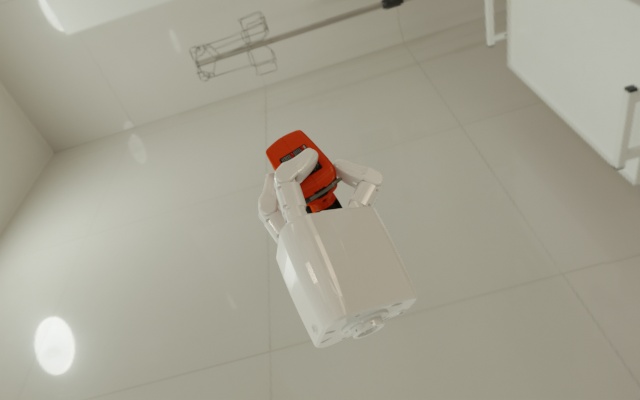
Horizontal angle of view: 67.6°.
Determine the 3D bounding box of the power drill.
[{"bbox_3d":[0.000,0.002,0.608,0.057,0.188,0.184,-35,45,-4],"label":"power drill"}]
